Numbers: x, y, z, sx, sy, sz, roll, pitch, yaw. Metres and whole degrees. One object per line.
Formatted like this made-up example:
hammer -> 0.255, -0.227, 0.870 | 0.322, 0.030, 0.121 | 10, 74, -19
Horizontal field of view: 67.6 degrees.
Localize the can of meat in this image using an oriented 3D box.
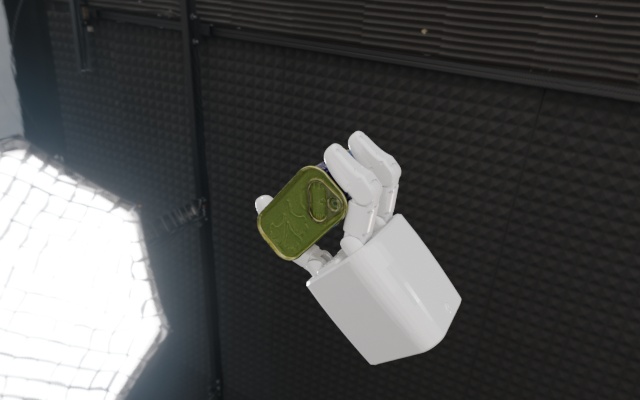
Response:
can of meat -> 0.000, 0.001, 0.469 | 0.102, 0.057, 0.084 | -44, -7, 34
